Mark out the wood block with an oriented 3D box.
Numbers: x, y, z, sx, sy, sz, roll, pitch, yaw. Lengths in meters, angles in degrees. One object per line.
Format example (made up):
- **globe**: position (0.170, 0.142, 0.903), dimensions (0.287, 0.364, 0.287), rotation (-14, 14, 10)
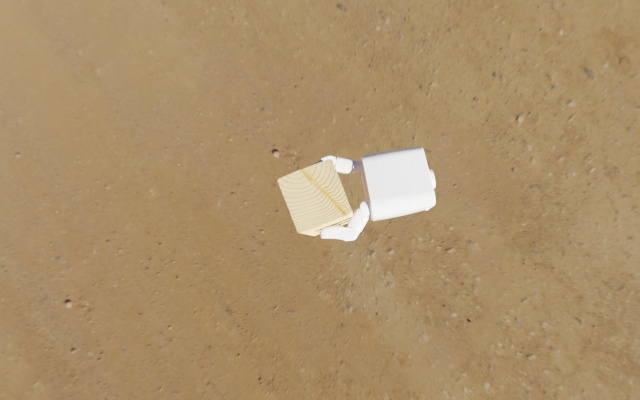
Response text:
- **wood block**: position (0.000, 0.002, 0.811), dimensions (0.090, 0.091, 0.206), rotation (-21, -7, 3)
